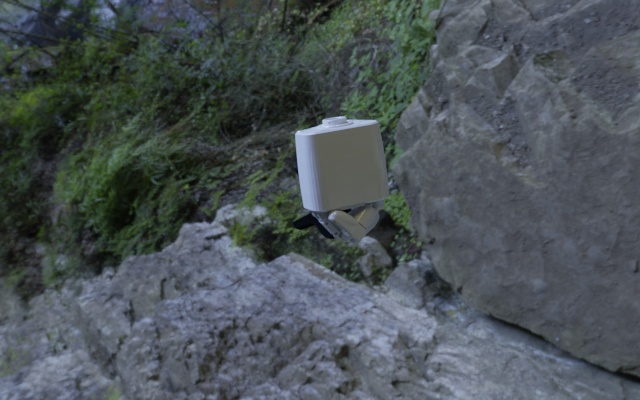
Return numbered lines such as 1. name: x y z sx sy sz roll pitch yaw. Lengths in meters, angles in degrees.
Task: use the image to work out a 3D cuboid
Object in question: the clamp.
1. clamp: 0.000 0.003 0.764 0.039 0.120 0.171 -16 17 -31
